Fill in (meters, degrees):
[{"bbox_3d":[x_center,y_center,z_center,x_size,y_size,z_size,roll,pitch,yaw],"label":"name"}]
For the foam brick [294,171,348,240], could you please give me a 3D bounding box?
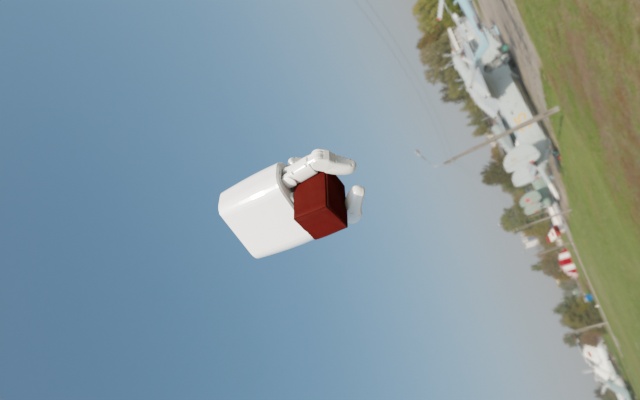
[{"bbox_3d":[0.000,0.002,0.627,0.051,0.078,0.053,-23,-47,22],"label":"foam brick"}]
